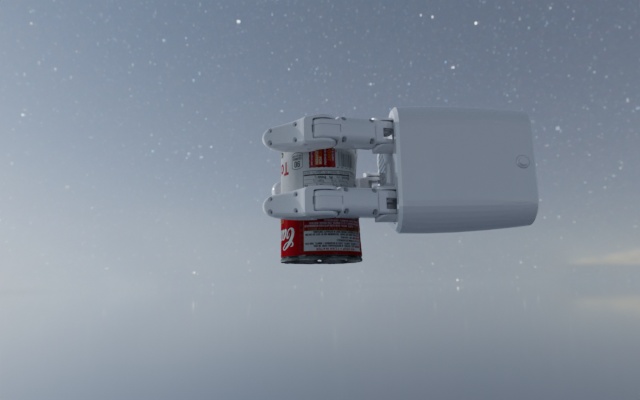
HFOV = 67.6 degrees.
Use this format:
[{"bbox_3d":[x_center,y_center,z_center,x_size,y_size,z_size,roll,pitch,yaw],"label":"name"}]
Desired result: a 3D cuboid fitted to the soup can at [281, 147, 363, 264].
[{"bbox_3d":[0.000,0.001,0.404,0.068,0.102,0.068,-1,-10,0],"label":"soup can"}]
